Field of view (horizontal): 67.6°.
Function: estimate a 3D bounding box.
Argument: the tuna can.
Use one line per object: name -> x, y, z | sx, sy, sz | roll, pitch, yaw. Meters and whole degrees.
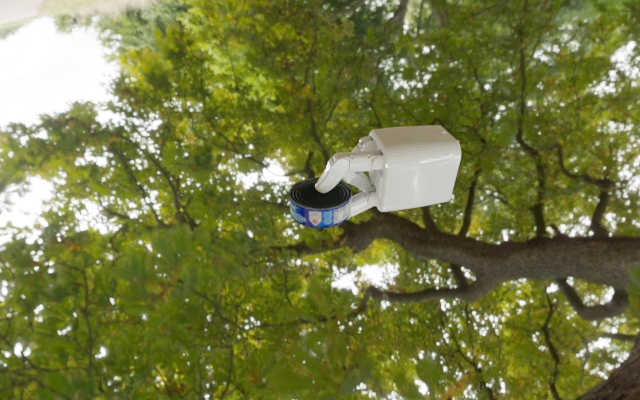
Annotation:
tuna can -> 0.000, 0.003, 0.656 | 0.086, 0.034, 0.086 | 0, 31, 0
